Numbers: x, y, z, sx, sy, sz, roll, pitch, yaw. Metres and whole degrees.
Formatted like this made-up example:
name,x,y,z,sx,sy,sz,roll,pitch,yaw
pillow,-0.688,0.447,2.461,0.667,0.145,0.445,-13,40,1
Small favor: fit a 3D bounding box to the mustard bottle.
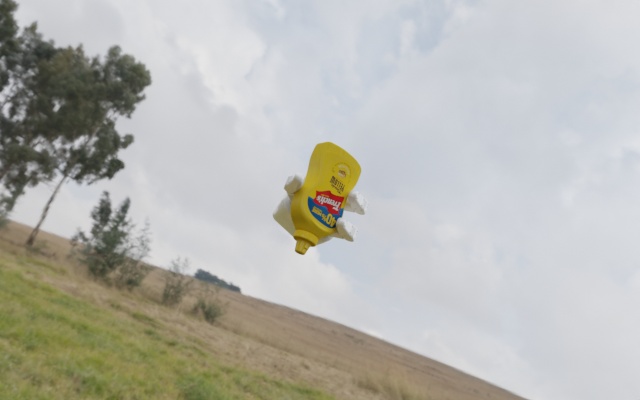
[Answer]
name,x,y,z,sx,sy,sz,roll,pitch,yaw
mustard bottle,0.000,0.002,0.807,0.058,0.191,0.096,-2,-32,49
